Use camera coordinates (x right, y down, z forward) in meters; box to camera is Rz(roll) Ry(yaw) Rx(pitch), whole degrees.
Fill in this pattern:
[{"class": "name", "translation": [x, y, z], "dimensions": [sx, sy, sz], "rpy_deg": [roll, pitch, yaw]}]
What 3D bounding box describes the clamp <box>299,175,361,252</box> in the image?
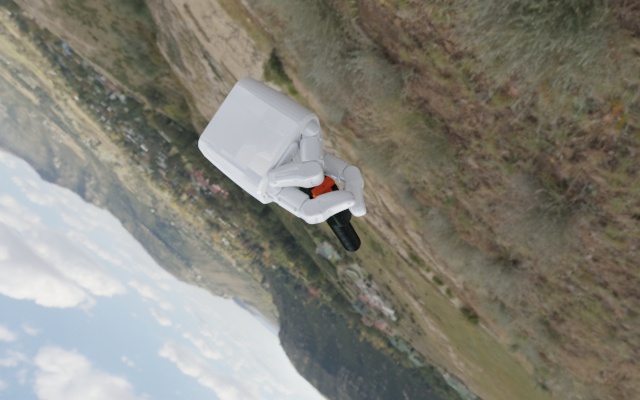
[{"class": "clamp", "translation": [0.000, 0.002, 0.618], "dimensions": [0.120, 0.039, 0.171], "rpy_deg": [36, -15, 21]}]
